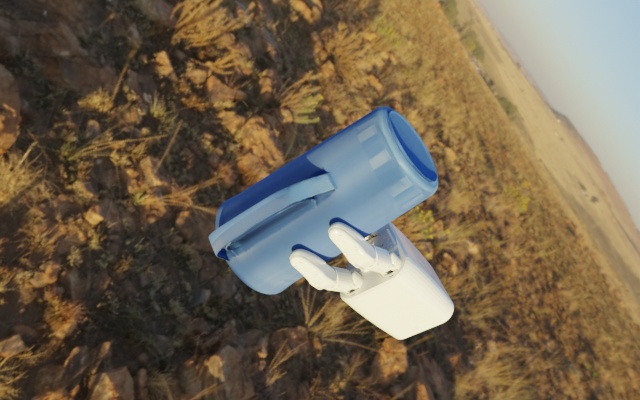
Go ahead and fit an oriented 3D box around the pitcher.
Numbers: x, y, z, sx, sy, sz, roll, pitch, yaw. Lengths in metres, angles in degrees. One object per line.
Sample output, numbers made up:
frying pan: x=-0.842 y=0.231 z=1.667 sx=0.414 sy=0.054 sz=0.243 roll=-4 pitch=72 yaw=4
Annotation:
pitcher: x=0.000 y=0.002 z=0.539 sx=0.243 sy=0.145 sz=0.149 roll=-33 pitch=29 yaw=27
